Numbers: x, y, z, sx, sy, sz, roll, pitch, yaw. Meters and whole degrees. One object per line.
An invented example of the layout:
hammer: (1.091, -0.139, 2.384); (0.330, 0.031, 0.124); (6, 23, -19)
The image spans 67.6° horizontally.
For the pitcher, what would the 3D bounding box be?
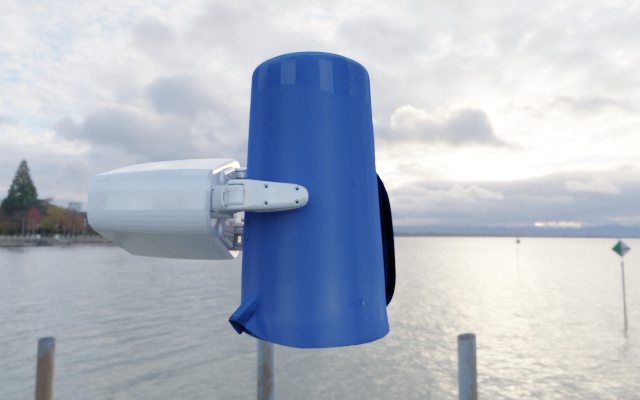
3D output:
pitcher: (0.000, 0.001, 0.436); (0.145, 0.243, 0.149); (-1, -4, 4)
